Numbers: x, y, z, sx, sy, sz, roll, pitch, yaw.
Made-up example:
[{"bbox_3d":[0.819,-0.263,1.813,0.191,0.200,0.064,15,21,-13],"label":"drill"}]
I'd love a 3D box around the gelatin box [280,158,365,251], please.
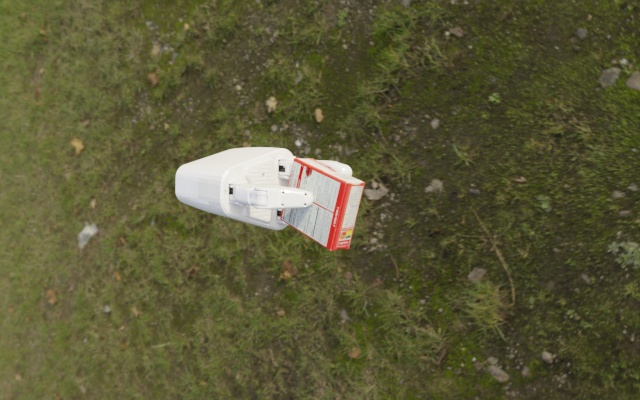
[{"bbox_3d":[0.000,0.002,0.503,0.030,0.073,0.089,-2,21,-42],"label":"gelatin box"}]
